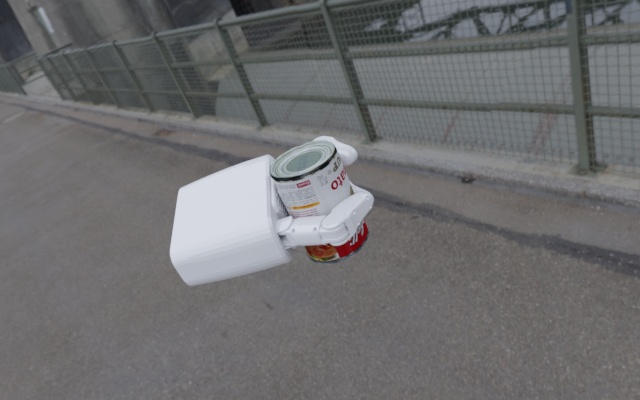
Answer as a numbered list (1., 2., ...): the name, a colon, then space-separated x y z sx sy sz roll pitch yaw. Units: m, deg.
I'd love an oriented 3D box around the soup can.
1. soup can: 0.000 0.001 0.464 0.068 0.102 0.068 -17 30 10
